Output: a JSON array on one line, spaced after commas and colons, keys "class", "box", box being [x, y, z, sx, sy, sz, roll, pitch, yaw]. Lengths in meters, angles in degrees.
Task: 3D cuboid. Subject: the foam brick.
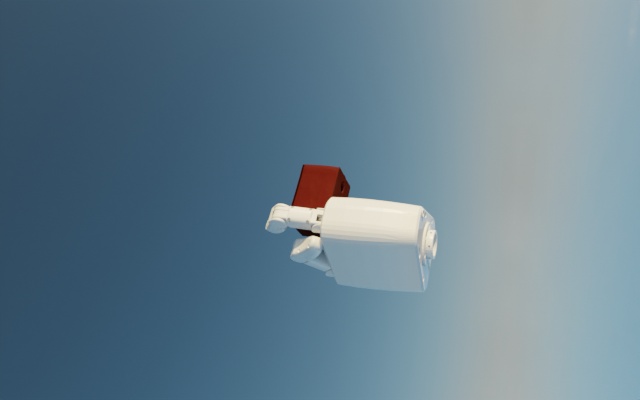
[{"class": "foam brick", "box": [0.000, 0.002, 0.591, 0.051, 0.078, 0.053, 3, -26, 23]}]
